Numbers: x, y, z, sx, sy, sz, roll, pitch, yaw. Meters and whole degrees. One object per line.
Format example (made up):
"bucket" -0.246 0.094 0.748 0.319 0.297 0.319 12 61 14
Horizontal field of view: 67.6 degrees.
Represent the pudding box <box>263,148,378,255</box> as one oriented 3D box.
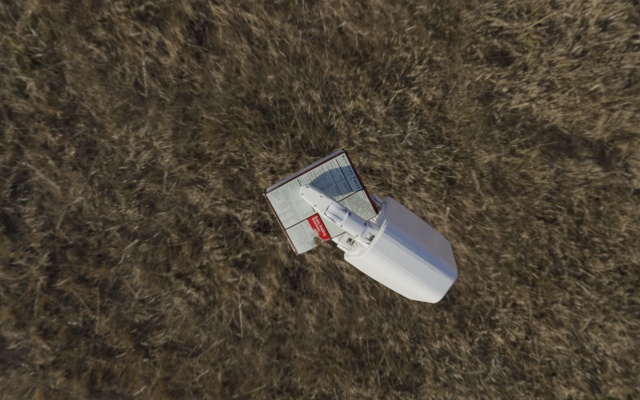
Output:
"pudding box" 0.000 0.002 0.578 0.113 0.090 0.039 -28 8 0
